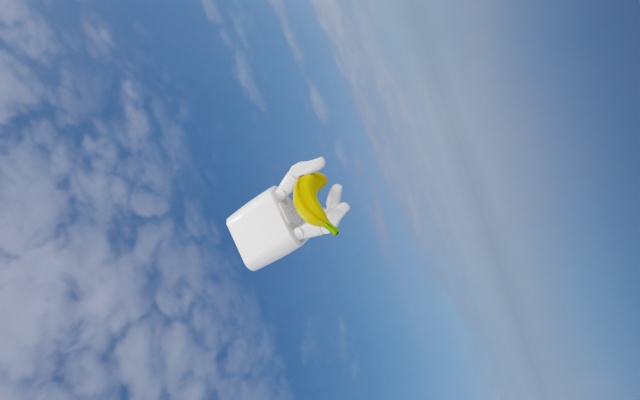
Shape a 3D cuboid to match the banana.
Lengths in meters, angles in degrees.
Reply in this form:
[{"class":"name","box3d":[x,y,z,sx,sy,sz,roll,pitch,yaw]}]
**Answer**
[{"class":"banana","box3d":[-0.013,-0.007,0.773,0.070,0.037,0.197,38,19,-21]}]
